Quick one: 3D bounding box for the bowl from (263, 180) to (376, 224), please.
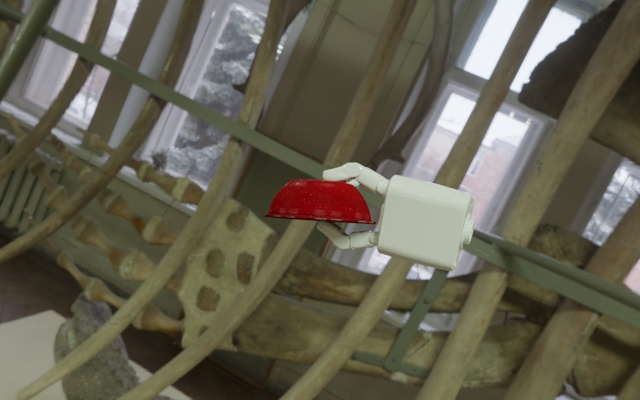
[{"bbox_3d":[-0.001,0.002,0.684,0.162,0.055,0.162,3,-3,0],"label":"bowl"}]
